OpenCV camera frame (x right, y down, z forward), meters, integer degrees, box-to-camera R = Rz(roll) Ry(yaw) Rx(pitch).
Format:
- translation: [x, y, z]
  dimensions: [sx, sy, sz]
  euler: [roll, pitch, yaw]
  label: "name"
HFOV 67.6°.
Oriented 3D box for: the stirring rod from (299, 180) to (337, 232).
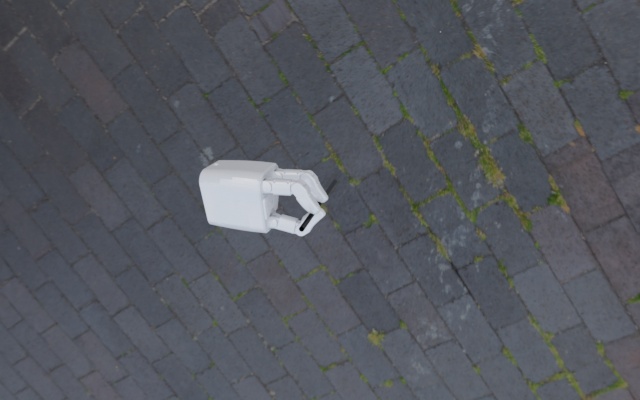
- translation: [0.000, 0.003, 0.800]
  dimensions: [0.011, 0.011, 0.239]
  euler: [0, 19, 14]
  label: "stirring rod"
